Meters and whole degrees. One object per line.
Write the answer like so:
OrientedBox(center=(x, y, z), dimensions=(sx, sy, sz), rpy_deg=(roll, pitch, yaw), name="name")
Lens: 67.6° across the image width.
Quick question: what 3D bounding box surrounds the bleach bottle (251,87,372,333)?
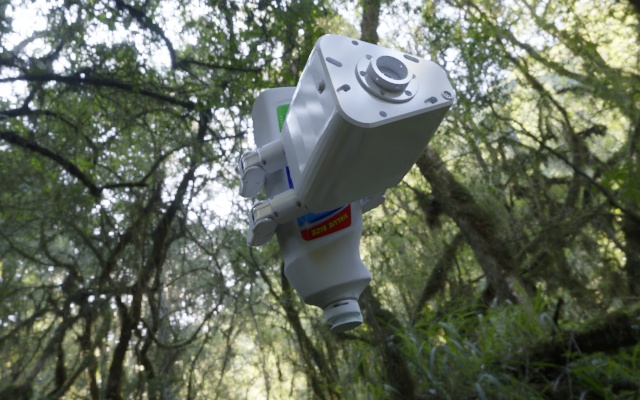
OrientedBox(center=(0.000, 0.002, 0.469), dimensions=(0.102, 0.250, 0.068), rpy_deg=(-4, -31, -21), name="bleach bottle")
